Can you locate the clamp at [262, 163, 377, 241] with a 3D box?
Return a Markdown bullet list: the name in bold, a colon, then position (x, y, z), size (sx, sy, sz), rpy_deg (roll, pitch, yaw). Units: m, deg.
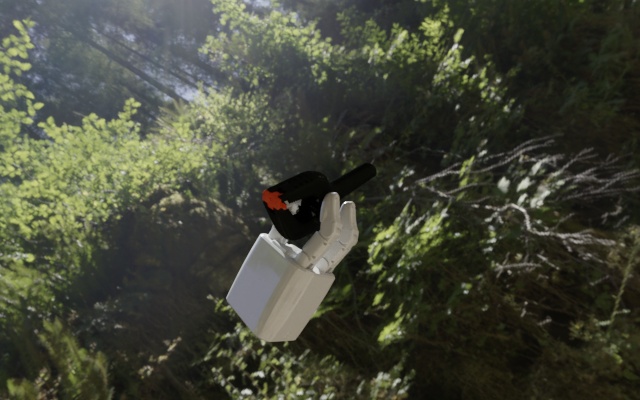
- **clamp**: position (-0.001, 0.002, 0.634), size (0.036, 0.164, 0.210), rpy_deg (30, 2, 30)
